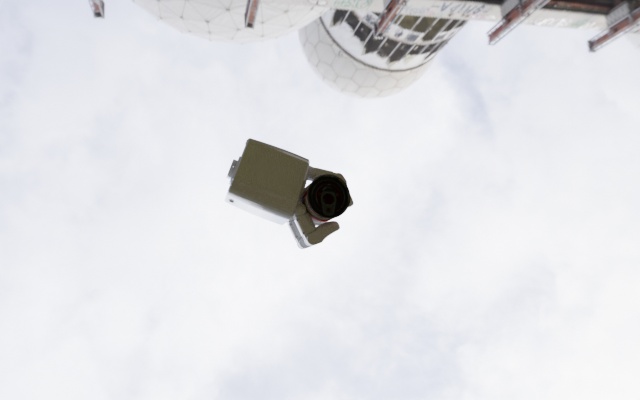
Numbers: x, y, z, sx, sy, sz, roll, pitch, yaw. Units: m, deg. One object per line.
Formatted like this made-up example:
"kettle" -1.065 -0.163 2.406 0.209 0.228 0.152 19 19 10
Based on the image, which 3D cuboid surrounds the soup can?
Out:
"soup can" 0.001 0.003 0.765 0.068 0.068 0.102 0 -10 -15
